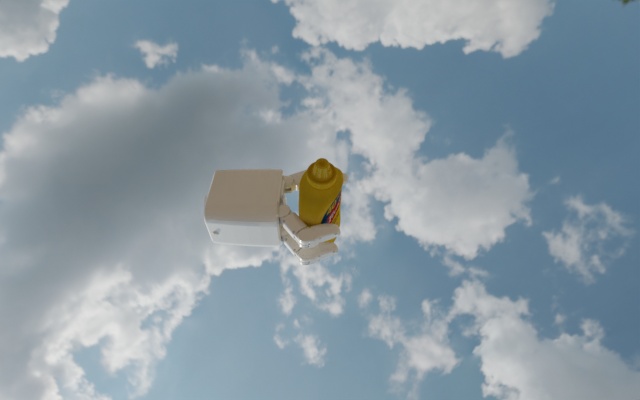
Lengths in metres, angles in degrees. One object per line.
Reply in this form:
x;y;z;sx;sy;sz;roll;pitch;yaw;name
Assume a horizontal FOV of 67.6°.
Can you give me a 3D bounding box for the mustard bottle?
0.000;0.002;0.700;0.058;0.096;0.192;22;-30;13;mustard bottle
